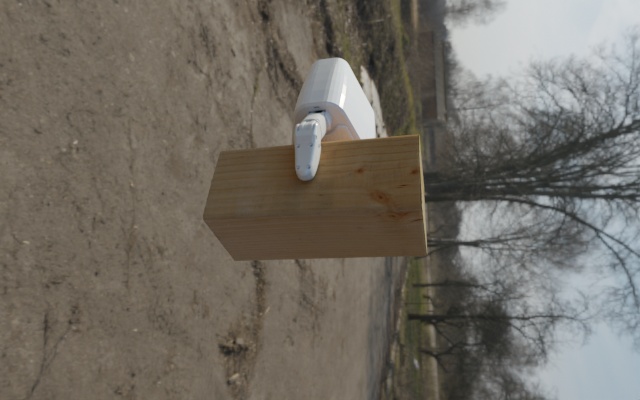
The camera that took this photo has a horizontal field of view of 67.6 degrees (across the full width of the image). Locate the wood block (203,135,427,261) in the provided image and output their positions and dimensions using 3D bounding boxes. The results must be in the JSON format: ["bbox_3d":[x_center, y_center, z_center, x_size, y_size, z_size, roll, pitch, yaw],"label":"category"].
[{"bbox_3d":[0.000,0.001,0.488,0.206,0.090,0.091,-4,-36,13],"label":"wood block"}]
